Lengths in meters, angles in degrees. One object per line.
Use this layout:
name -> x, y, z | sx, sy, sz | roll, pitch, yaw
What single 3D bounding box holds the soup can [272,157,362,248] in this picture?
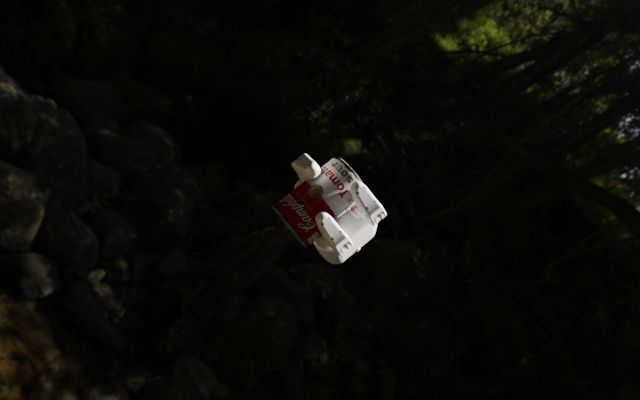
soup can -> 0.000, 0.002, 0.594 | 0.102, 0.068, 0.068 | -39, 5, -7
